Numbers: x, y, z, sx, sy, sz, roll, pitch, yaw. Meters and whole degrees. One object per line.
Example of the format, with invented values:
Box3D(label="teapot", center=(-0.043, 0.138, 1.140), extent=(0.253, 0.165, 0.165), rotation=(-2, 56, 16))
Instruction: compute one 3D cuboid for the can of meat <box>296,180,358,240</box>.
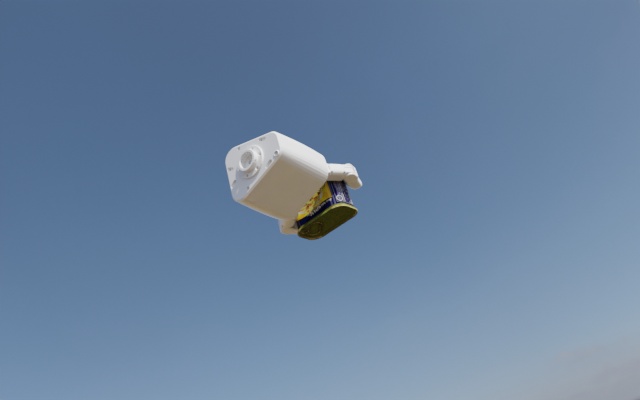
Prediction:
Box3D(label="can of meat", center=(0.000, 0.002, 0.776), extent=(0.102, 0.084, 0.057), rotation=(-35, -34, 28))
